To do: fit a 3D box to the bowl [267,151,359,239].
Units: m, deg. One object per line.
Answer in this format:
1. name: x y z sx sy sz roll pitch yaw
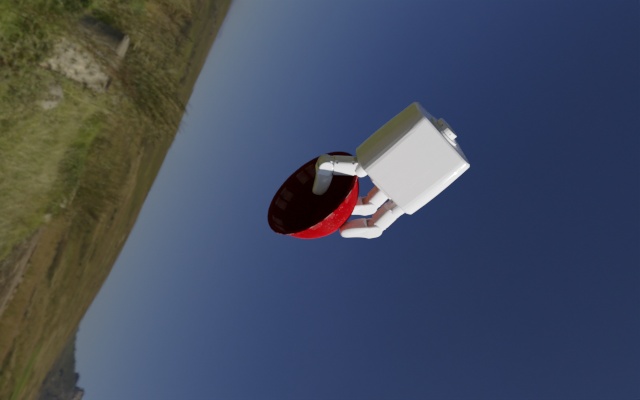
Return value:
1. bowl: -0.001 0.003 0.716 0.162 0.162 0.055 0 -41 46
